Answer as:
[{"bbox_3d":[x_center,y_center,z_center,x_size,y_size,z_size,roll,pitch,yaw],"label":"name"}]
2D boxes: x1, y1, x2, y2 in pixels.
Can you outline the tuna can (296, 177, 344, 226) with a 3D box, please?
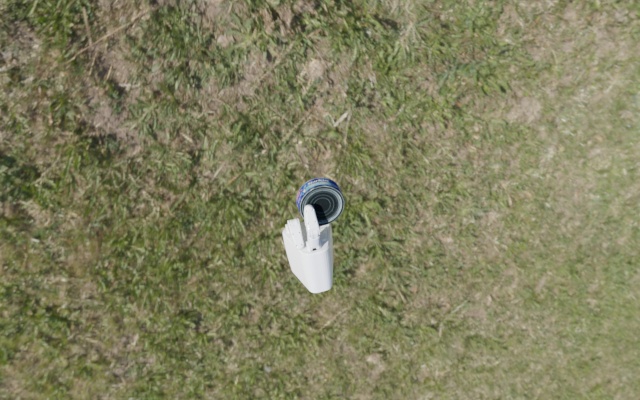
[{"bbox_3d":[0.000,0.003,0.876,0.086,0.086,0.033,0,29,-12],"label":"tuna can"}]
